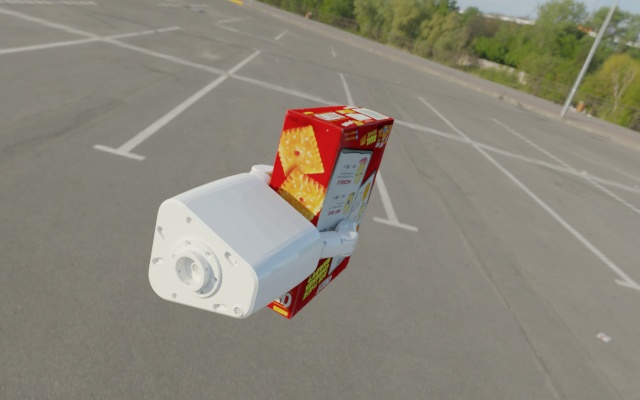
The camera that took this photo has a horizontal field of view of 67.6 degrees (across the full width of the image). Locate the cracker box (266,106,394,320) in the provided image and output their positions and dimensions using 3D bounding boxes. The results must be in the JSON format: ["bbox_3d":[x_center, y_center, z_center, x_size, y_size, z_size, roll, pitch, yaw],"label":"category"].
[{"bbox_3d":[0.000,0.002,0.549,0.072,0.214,0.164,24,22,19],"label":"cracker box"}]
